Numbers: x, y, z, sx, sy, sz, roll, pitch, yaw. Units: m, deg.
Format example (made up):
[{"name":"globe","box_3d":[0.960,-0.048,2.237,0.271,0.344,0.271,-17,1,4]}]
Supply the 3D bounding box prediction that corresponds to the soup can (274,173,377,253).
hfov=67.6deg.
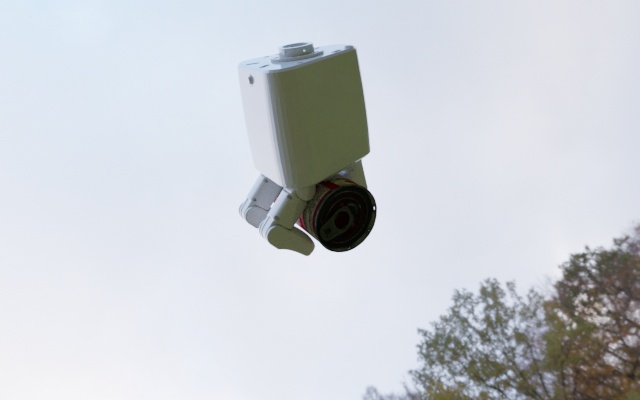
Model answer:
[{"name":"soup can","box_3d":[0.000,0.002,0.485,0.068,0.068,0.102,0,18,-31]}]
